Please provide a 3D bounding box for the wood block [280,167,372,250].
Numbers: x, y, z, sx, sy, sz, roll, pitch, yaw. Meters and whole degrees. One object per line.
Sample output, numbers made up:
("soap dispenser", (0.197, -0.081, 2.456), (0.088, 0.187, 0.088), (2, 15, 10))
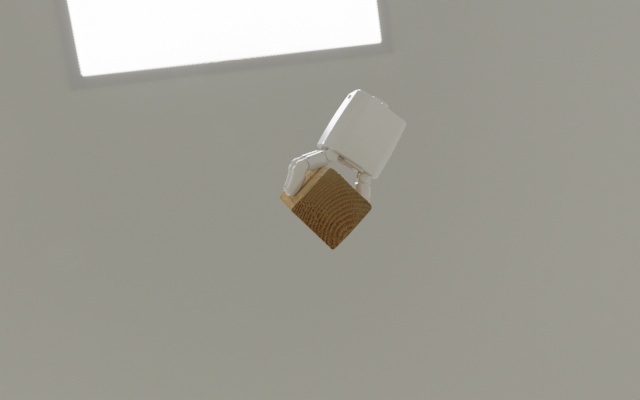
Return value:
("wood block", (0.001, 0.003, 0.797), (0.091, 0.090, 0.206), (43, -2, -11))
